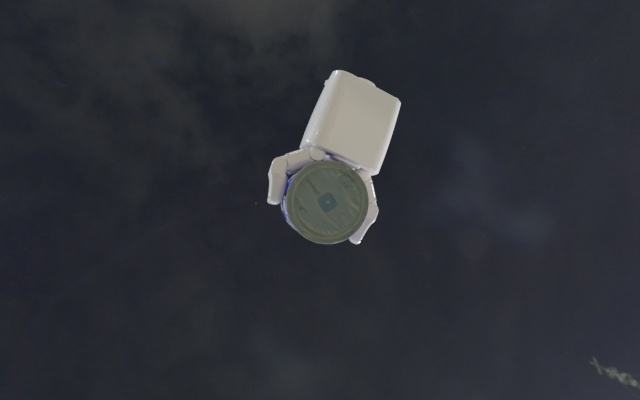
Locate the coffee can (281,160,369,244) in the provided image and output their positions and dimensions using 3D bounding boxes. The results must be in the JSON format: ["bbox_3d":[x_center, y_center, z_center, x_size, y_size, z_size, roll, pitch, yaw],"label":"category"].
[{"bbox_3d":[0.000,0.002,0.649,0.103,0.103,0.140,0,0,-8],"label":"coffee can"}]
